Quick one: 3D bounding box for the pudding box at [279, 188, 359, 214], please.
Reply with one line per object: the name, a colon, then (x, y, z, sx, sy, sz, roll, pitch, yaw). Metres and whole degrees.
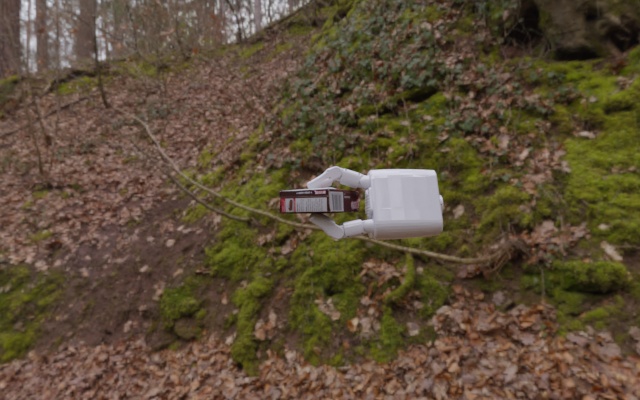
pudding box: (0.000, 0.002, 0.764, 0.090, 0.039, 0.113, -3, -4, 27)
